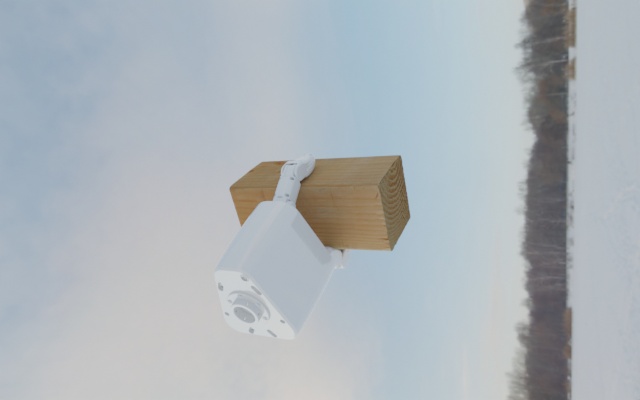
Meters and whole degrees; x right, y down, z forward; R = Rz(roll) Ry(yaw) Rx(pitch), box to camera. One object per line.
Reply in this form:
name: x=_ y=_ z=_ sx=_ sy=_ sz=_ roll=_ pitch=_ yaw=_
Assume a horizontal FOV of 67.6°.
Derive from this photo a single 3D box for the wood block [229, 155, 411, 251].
wood block: x=0.000 y=0.002 z=0.617 sx=0.206 sy=0.091 sz=0.090 roll=0 pitch=27 yaw=28
